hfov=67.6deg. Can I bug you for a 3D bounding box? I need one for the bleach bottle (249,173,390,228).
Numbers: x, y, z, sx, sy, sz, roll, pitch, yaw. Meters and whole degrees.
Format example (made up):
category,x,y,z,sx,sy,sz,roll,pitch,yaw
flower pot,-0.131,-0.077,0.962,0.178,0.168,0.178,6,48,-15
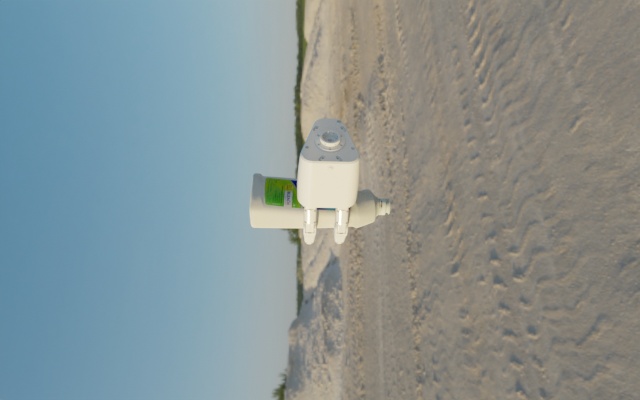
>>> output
category,x,y,z,sx,sy,sz,roll,pitch,yaw
bleach bottle,0.000,0.003,0.876,0.251,0.102,0.068,1,-39,-2
